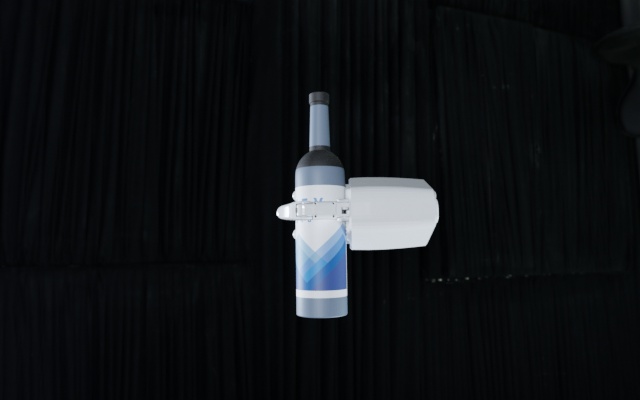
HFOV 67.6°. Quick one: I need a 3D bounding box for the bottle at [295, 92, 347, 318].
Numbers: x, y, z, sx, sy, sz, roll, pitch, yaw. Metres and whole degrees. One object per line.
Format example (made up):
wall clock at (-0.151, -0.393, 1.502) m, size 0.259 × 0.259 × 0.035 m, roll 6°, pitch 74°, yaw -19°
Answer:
bottle at (0.000, 0.002, 0.636) m, size 0.069 × 0.295 × 0.069 m, roll -1°, pitch -5°, yaw 0°
